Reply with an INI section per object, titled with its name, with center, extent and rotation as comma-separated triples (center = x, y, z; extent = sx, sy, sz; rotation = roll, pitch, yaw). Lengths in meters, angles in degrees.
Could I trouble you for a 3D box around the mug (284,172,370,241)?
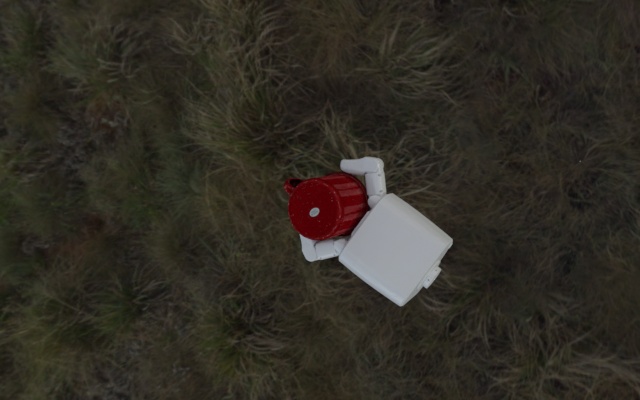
[mug]
center = -0.001, 0.001, 0.648
extent = 0.117, 0.093, 0.081
rotation = 35, 20, 20
